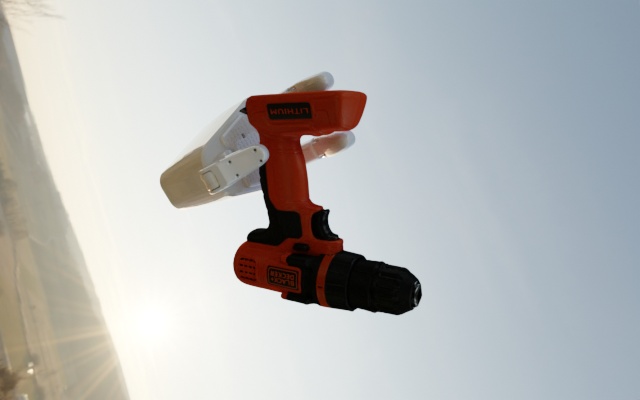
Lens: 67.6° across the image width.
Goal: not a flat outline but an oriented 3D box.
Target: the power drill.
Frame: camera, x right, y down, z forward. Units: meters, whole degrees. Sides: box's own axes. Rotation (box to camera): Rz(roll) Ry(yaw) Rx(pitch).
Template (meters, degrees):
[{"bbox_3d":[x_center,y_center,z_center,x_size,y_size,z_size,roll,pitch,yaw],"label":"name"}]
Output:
[{"bbox_3d":[0.000,0.001,0.415,0.184,0.188,0.057,5,10,29],"label":"power drill"}]
